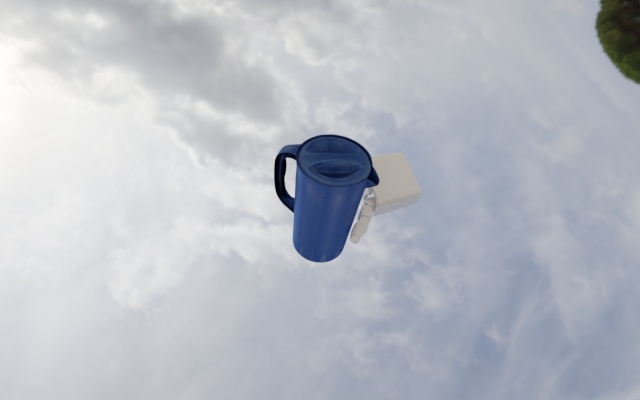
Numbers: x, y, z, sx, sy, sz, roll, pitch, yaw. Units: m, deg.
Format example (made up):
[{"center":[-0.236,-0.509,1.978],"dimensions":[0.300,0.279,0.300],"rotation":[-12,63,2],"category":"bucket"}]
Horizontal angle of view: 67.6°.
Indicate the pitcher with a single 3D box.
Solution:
[{"center":[0.000,0.003,0.895],"dimensions":[0.145,0.149,0.243],"rotation":[-16,-38,-23],"category":"pitcher"}]
